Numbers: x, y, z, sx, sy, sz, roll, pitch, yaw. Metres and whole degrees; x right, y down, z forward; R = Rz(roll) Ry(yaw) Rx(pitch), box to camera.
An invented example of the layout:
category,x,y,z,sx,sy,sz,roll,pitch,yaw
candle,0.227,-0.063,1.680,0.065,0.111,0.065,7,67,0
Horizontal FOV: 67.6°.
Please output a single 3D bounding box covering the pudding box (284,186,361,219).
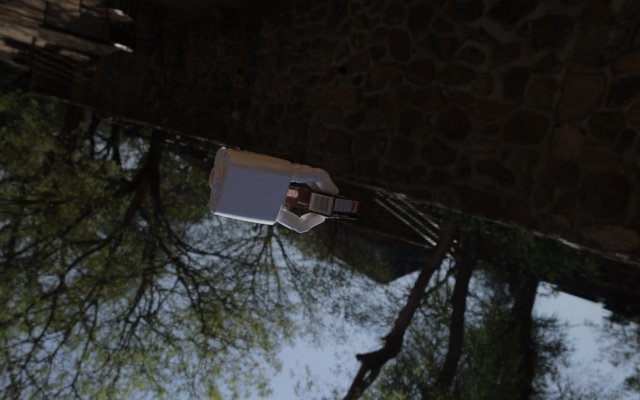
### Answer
category,x,y,z,sx,sy,sz,roll,pitch,yaw
pudding box,0.000,0.003,0.852,0.113,0.039,0.090,17,7,34
